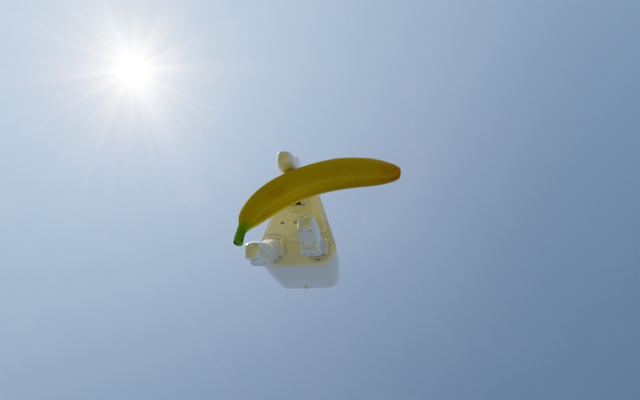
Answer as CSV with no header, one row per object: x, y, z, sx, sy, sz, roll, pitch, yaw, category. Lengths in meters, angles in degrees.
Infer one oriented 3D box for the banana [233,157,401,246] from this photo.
-0.010,-0.011,0.535,0.198,0.069,0.037,-24,-32,-6,banana
